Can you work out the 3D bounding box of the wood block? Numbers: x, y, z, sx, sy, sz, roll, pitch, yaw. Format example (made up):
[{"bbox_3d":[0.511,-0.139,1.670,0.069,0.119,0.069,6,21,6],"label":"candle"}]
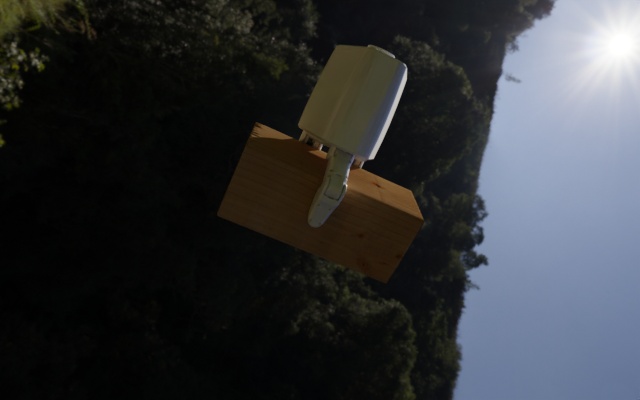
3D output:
[{"bbox_3d":[0.000,0.002,0.547,0.206,0.090,0.090,23,23,-10],"label":"wood block"}]
